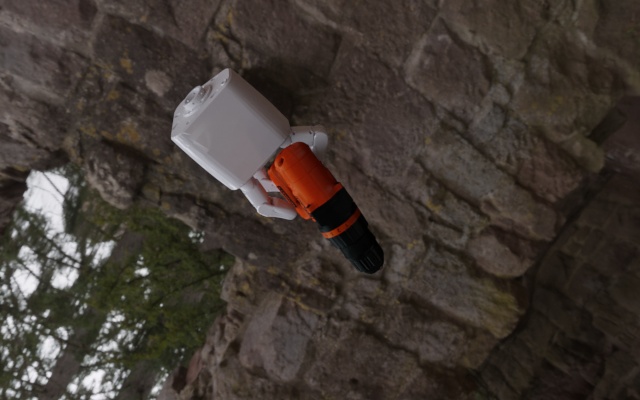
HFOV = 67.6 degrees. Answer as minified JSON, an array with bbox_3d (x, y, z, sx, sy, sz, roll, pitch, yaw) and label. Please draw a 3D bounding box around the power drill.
[{"bbox_3d":[0.000,0.002,0.619,0.057,0.184,0.187,-37,15,-7],"label":"power drill"}]
